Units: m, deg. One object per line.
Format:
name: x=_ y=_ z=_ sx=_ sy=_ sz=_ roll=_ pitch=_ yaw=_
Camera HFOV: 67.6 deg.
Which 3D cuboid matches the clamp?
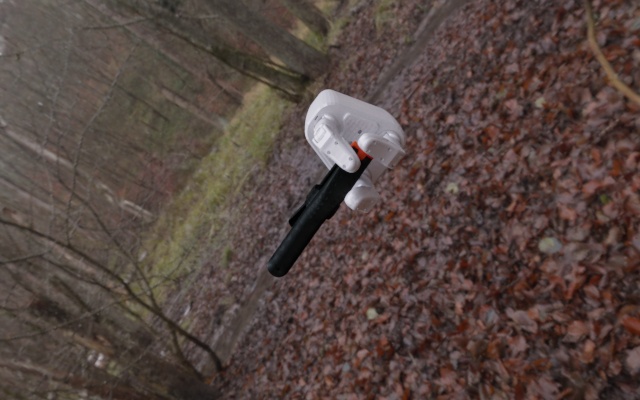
clamp: x=0.000 y=0.001 z=0.551 sx=0.039 sy=0.171 sz=0.120 roll=35 pitch=18 yaw=-13
